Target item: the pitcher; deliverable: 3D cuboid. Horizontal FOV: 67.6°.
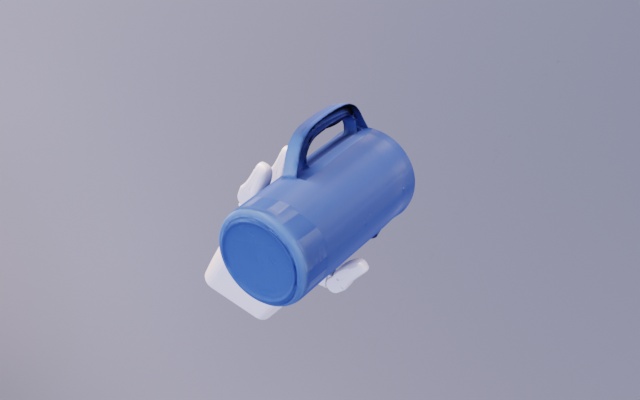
[{"bbox_3d":[0.000,0.002,0.541,0.242,0.149,0.145,-37,-11,-50],"label":"pitcher"}]
